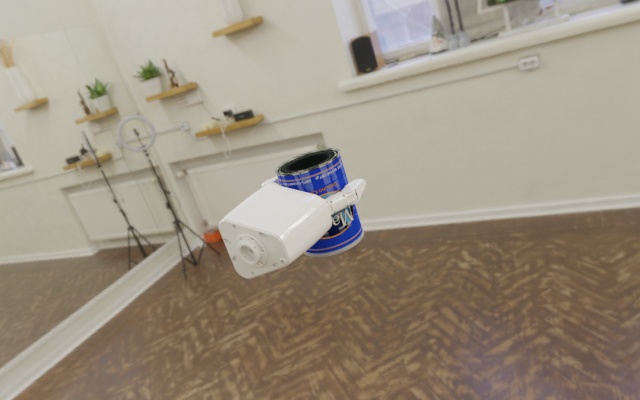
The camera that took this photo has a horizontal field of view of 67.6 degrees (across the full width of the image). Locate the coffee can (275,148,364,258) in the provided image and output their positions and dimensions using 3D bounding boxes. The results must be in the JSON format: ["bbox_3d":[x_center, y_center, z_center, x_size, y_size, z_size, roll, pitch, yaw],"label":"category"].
[{"bbox_3d":[0.000,0.002,0.740,0.103,0.140,0.102,-16,19,6],"label":"coffee can"}]
